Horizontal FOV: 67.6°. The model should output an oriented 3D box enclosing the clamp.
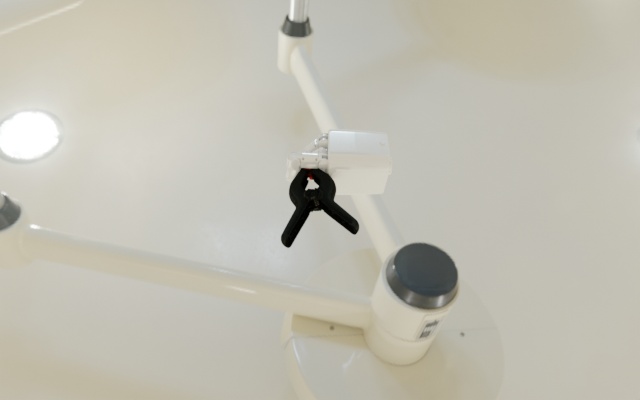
[{"bbox_3d":[0.000,0.003,0.774,0.120,0.171,0.039,-1,-41,2],"label":"clamp"}]
